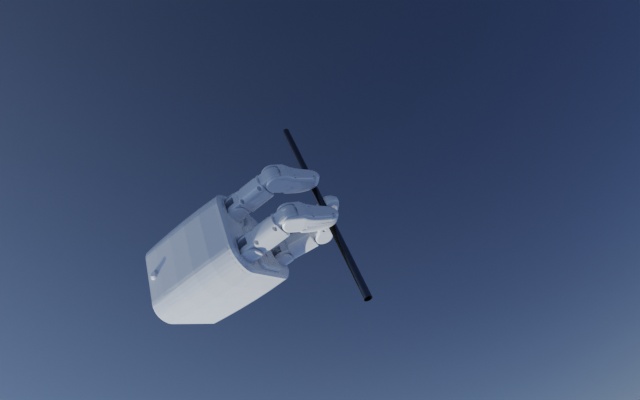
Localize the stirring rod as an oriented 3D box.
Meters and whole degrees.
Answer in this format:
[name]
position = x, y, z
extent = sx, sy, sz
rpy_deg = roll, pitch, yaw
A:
[stirring rod]
position = 0.000, 0.002, 0.488
extent = 0.011, 0.011, 0.239
rpy_deg = 0, 44, -28
